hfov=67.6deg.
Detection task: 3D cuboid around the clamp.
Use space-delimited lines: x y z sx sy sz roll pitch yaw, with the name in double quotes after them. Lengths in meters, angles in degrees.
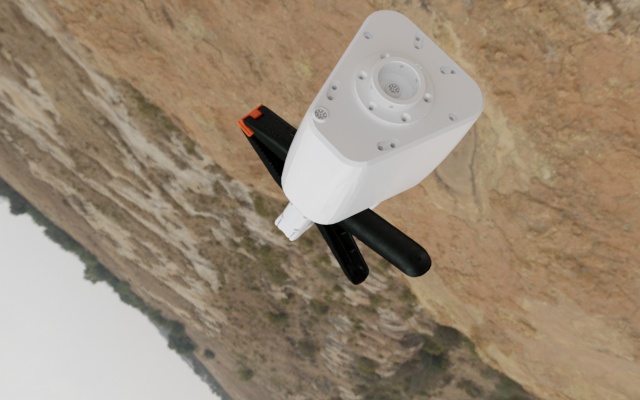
-0.001 0.002 0.453 0.036 0.210 0.165 -41 -7 -20 "clamp"
